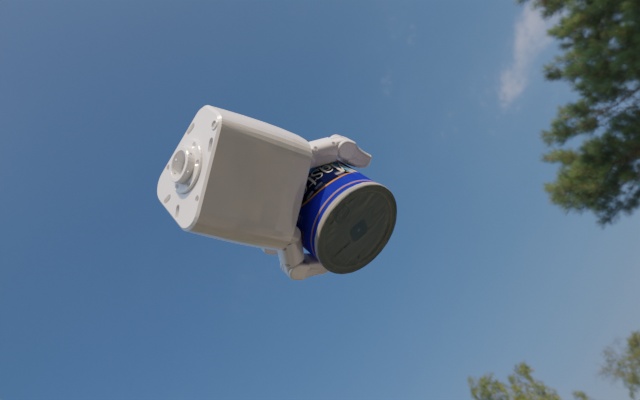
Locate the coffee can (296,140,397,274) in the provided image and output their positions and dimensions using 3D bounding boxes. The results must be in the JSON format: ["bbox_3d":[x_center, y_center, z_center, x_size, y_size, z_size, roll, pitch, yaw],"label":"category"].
[{"bbox_3d":[0.000,0.002,0.530,0.103,0.103,0.140,0,25,-39],"label":"coffee can"}]
